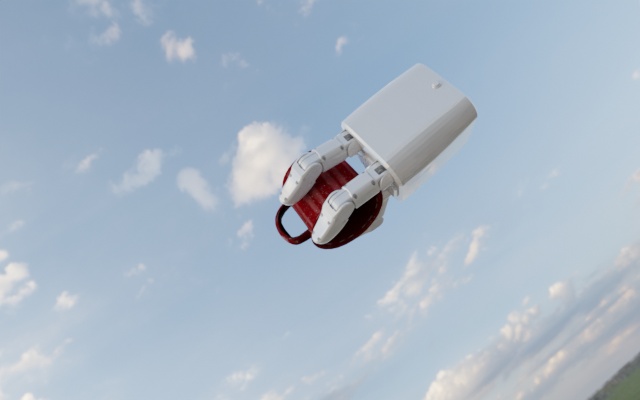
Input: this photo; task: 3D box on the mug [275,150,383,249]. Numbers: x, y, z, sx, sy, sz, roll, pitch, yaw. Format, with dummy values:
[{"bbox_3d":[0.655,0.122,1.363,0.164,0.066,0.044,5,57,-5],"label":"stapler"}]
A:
[{"bbox_3d":[-0.001,0.003,0.539,0.117,0.081,0.093,-39,-35,-1],"label":"mug"}]
